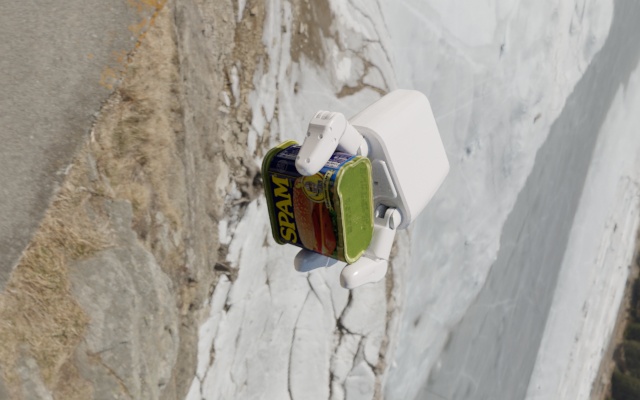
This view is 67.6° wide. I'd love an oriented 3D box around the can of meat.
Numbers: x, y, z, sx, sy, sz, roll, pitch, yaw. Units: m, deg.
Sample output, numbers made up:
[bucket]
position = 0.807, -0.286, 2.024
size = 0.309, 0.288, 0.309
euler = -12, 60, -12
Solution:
[can of meat]
position = 0.000, 0.001, 0.438
size = 0.084, 0.102, 0.057
euler = 14, 34, 34
